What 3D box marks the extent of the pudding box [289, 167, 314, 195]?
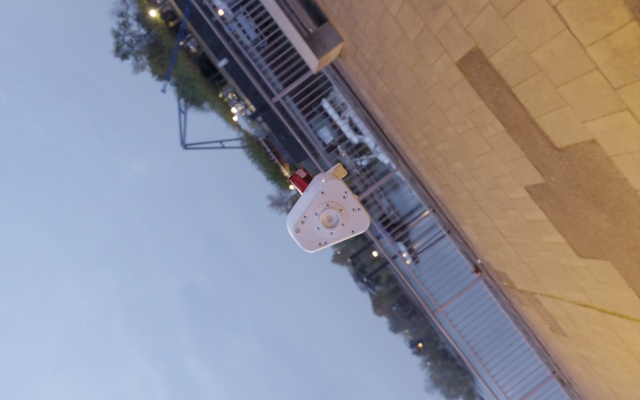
[{"bbox_3d":[0.000,0.003,0.844,0.039,0.113,0.090,-38,36,-3],"label":"pudding box"}]
